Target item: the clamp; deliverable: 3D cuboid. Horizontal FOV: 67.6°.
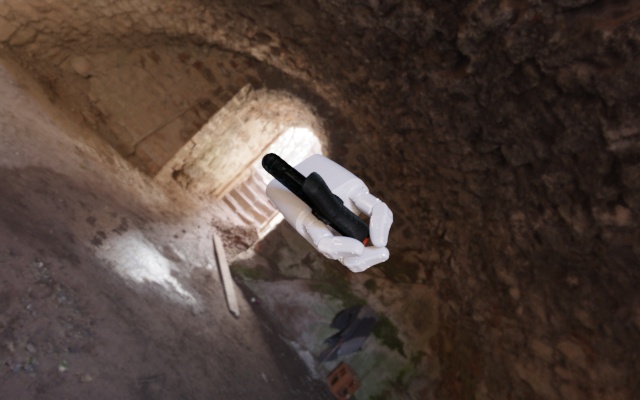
[{"bbox_3d":[0.001,0.002,0.585,0.120,0.039,0.171,40,-6,47],"label":"clamp"}]
